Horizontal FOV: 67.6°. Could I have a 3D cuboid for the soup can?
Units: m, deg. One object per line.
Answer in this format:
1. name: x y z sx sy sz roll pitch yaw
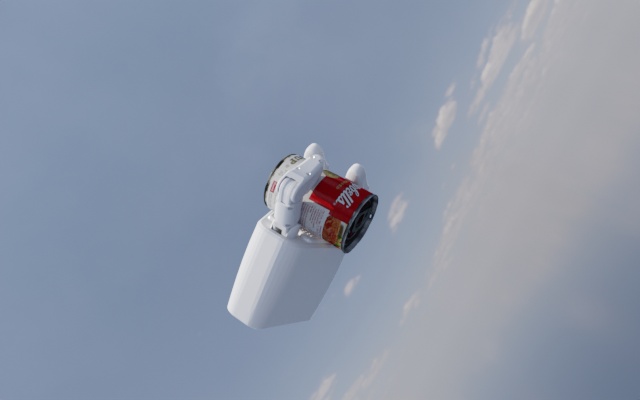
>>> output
1. soup can: 0.000 0.001 0.502 0.102 0.068 0.068 29 11 20
